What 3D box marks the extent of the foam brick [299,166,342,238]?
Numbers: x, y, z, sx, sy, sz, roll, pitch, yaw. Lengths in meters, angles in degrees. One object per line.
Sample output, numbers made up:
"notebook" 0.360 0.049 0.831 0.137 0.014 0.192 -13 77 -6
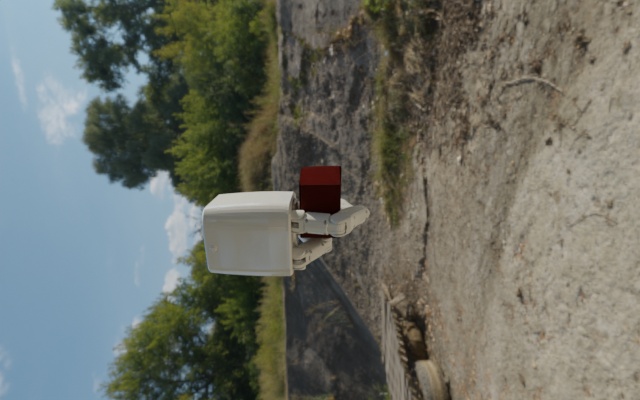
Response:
"foam brick" 0.000 0.002 0.599 0.051 0.078 0.053 1 29 2
